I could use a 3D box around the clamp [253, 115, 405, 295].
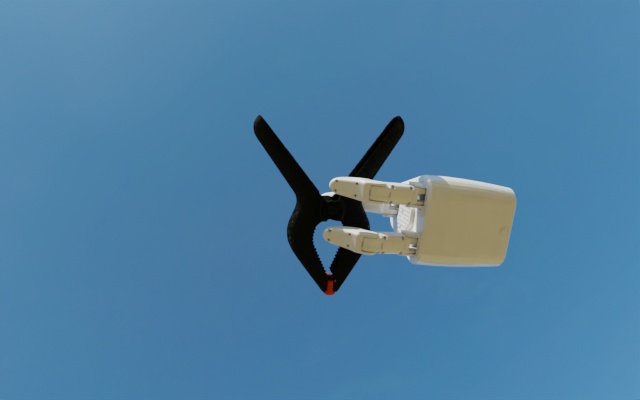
[{"bbox_3d":[0.000,0.002,0.534,0.164,0.210,0.036,6,11,-9],"label":"clamp"}]
